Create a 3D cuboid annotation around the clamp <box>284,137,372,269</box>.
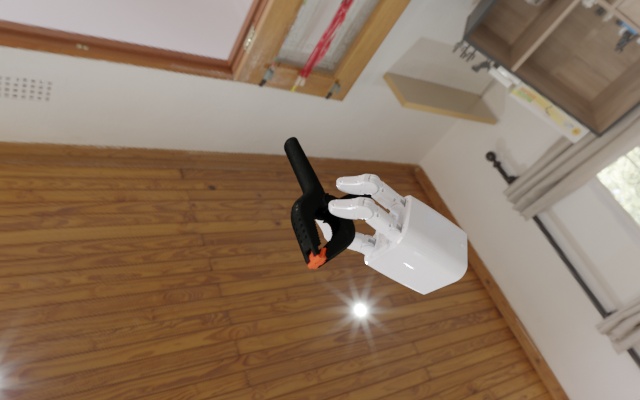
[{"bbox_3d":[0.000,0.003,0.663,0.164,0.209,0.036,31,-50,-9],"label":"clamp"}]
